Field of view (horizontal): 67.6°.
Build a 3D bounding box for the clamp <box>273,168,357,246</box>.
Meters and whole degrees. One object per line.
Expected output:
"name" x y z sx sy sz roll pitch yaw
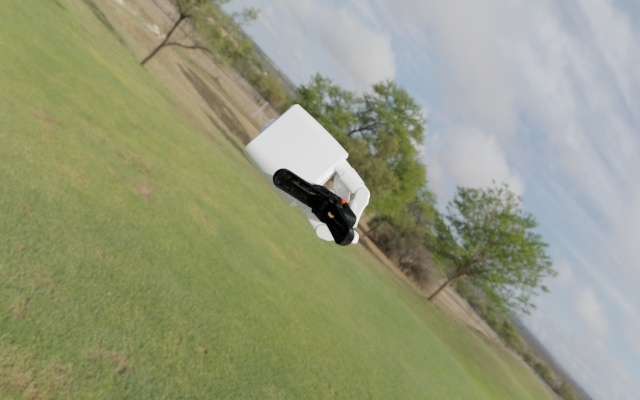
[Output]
"clamp" 0.001 0.002 0.614 0.039 0.120 0.171 -43 -2 6
